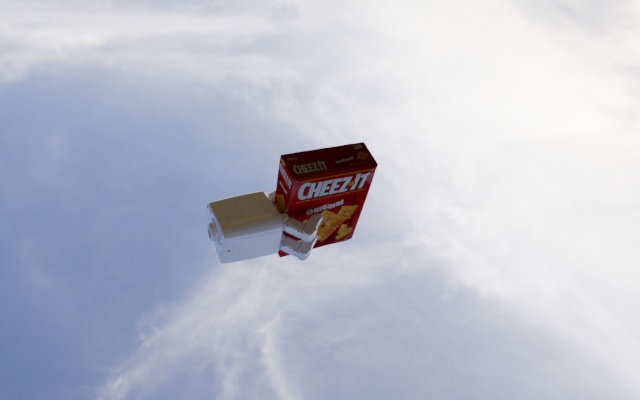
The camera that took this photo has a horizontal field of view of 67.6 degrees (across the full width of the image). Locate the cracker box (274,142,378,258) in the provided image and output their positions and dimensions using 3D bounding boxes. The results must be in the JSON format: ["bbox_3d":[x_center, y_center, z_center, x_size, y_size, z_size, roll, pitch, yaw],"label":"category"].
[{"bbox_3d":[0.000,0.003,0.888,0.164,0.072,0.214,-12,-38,-23],"label":"cracker box"}]
